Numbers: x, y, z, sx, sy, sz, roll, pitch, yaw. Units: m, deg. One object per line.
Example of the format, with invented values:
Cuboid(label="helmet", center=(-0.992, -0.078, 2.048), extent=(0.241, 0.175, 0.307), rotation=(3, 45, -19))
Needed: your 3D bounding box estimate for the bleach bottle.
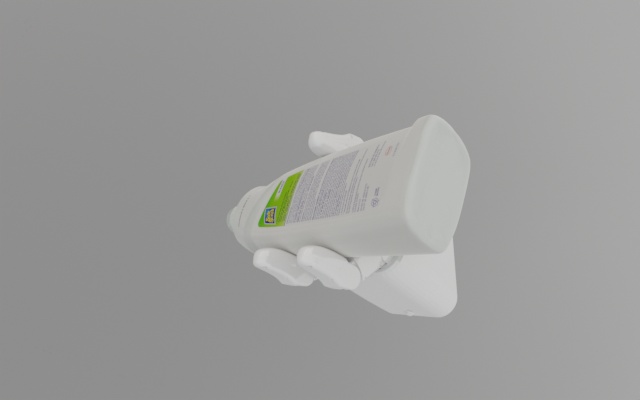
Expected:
Cuboid(label="bleach bottle", center=(0.000, 0.001, 0.428), extent=(0.251, 0.102, 0.068), rotation=(-8, -39, 46))
